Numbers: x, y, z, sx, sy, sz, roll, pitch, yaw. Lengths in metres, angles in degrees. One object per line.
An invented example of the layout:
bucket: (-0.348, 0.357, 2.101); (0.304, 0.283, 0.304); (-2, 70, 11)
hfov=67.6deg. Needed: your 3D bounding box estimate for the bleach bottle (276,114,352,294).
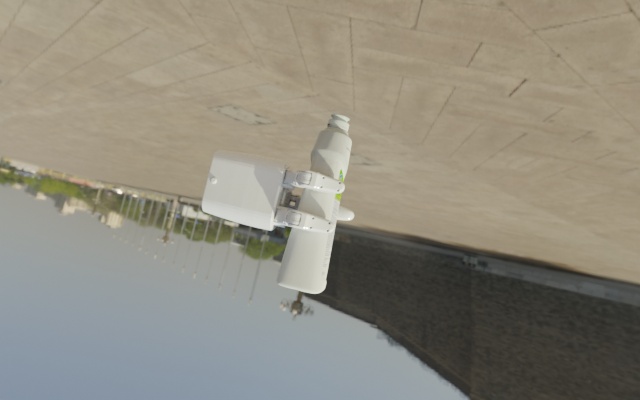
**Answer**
bleach bottle: (0.000, 0.002, 0.688); (0.068, 0.251, 0.102); (13, -4, 7)
